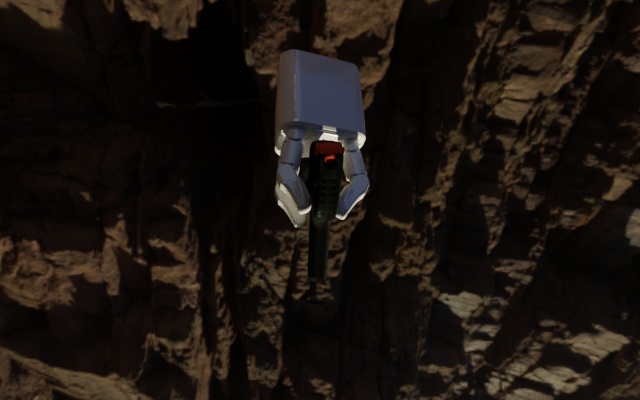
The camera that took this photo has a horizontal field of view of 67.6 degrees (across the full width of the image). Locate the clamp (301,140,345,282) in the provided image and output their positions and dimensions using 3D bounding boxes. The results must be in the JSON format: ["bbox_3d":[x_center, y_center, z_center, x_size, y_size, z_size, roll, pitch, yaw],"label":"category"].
[{"bbox_3d":[0.001,0.001,0.567,0.036,0.164,0.210,-2,-19,-8],"label":"clamp"}]
